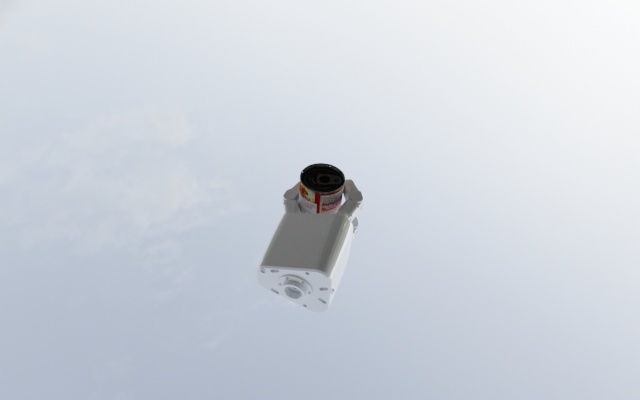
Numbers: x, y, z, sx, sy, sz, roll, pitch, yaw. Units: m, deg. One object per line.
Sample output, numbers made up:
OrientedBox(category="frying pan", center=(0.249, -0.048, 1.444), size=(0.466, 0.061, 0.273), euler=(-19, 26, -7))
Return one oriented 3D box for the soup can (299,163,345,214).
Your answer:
OrientedBox(category="soup can", center=(0.000, 0.002, 0.743), size=(0.068, 0.102, 0.068), euler=(3, 43, -2))
